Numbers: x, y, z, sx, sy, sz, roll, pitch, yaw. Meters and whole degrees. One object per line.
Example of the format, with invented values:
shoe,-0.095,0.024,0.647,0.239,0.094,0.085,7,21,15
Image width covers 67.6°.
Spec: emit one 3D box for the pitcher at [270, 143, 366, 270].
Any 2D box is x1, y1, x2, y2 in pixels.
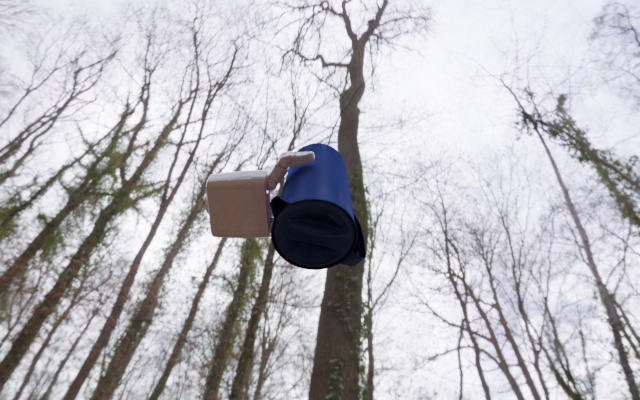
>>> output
pitcher,0.000,0.003,0.831,0.145,0.149,0.242,-4,31,4
